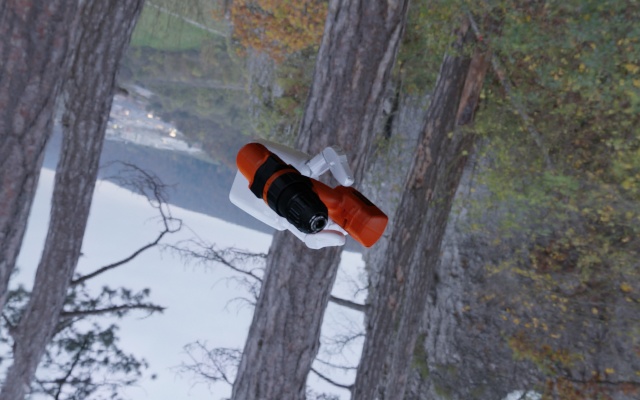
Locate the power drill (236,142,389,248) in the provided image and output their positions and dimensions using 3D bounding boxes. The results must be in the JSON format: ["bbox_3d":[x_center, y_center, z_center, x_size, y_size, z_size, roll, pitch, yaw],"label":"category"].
[{"bbox_3d":[0.000,0.002,0.598,0.188,0.057,0.184,25,13,-42],"label":"power drill"}]
